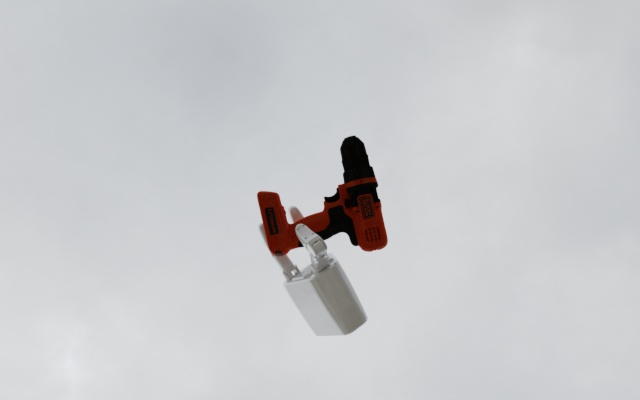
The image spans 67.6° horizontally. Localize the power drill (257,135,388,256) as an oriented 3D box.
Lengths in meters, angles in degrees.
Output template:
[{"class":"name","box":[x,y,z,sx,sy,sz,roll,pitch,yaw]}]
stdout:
[{"class":"power drill","box":[0.000,0.003,0.746,0.187,0.184,0.057,-13,-9,2]}]
